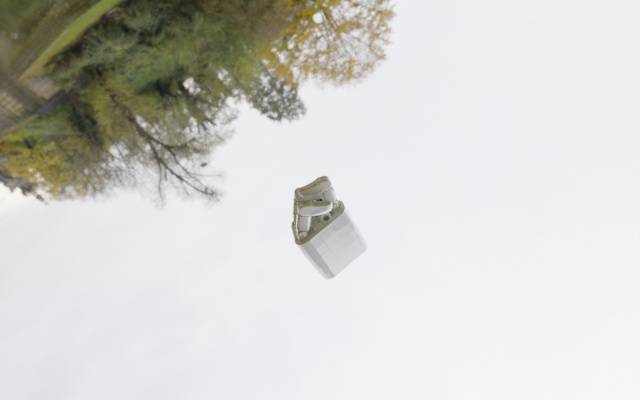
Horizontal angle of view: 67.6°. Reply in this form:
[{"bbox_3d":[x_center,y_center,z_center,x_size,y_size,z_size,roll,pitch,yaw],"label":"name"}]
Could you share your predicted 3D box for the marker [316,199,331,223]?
[{"bbox_3d":[0.000,0.003,0.891,0.020,0.020,0.121,0,28,-10],"label":"marker"}]
